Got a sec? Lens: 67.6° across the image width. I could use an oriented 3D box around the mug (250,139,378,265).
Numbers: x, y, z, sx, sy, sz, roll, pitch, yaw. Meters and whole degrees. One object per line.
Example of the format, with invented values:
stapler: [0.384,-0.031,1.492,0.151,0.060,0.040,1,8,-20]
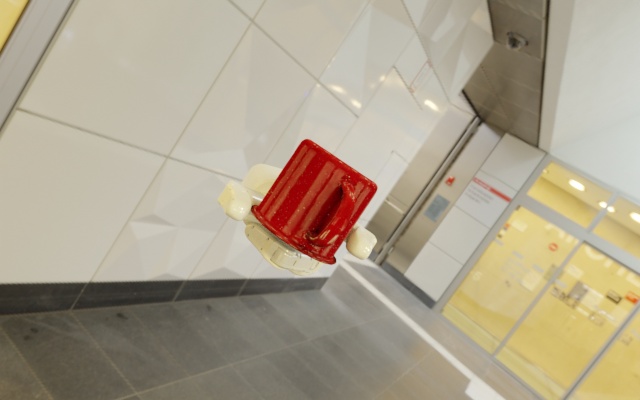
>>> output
mug: [0.000,0.002,0.419,0.093,0.081,0.117,32,6,-18]
